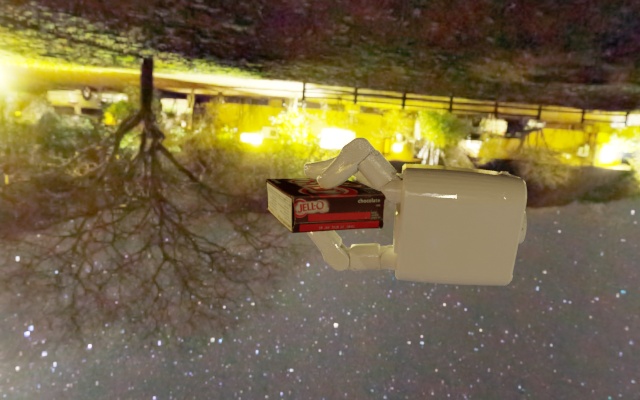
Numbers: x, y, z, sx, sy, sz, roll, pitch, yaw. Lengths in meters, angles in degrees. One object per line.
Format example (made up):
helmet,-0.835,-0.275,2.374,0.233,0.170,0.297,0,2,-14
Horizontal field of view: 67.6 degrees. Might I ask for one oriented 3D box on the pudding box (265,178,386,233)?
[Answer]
pudding box,0.000,0.002,0.474,0.090,0.039,0.113,-1,8,-19
